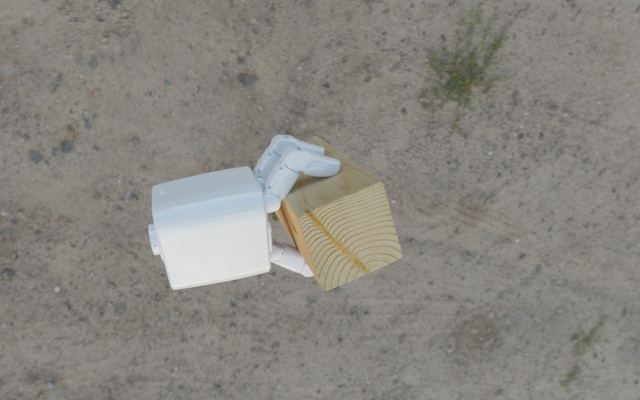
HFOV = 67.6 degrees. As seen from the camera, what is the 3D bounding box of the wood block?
[{"bbox_3d":[0.000,0.002,0.547,0.090,0.091,0.206,-23,25,-10],"label":"wood block"}]
